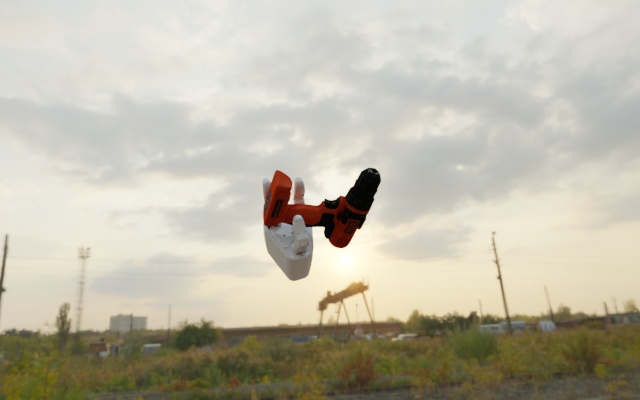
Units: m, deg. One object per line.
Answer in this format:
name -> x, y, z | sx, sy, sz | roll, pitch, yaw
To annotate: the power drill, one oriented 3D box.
power drill -> 0.000, 0.003, 0.864 | 0.187, 0.184, 0.057 | 13, 35, -16
